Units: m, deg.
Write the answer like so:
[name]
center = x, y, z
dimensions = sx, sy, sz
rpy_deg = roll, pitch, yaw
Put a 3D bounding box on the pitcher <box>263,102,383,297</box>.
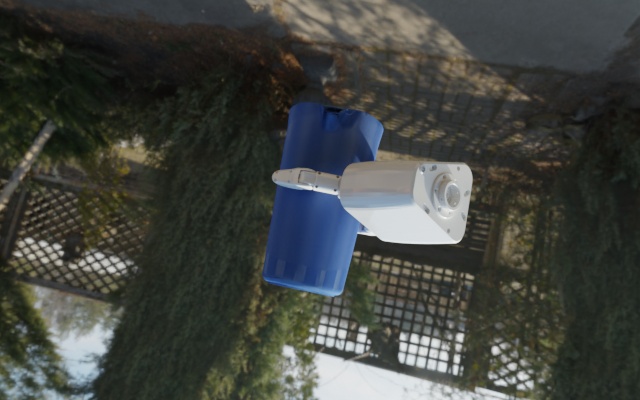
[pitcher]
center = 0.000, 0.002, 0.655
dimensions = 0.149, 0.242, 0.145
rpy_deg = 21, -14, -40
